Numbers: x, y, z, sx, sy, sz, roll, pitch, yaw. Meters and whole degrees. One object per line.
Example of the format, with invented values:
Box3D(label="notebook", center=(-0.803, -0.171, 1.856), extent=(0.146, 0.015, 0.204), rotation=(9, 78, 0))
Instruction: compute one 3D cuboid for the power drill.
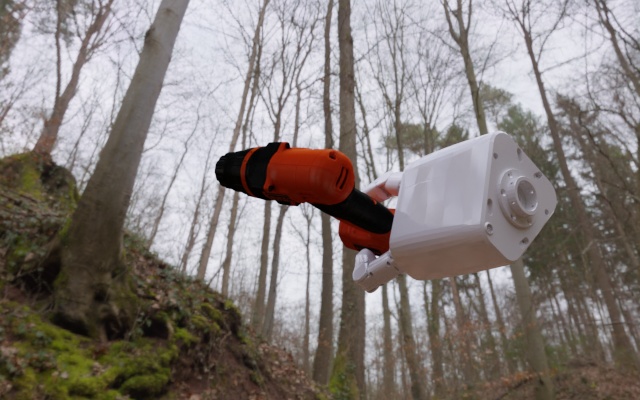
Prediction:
Box3D(label="power drill", center=(0.001, 0.002, 0.495), extent=(0.188, 0.057, 0.184), rotation=(29, -13, -40))
